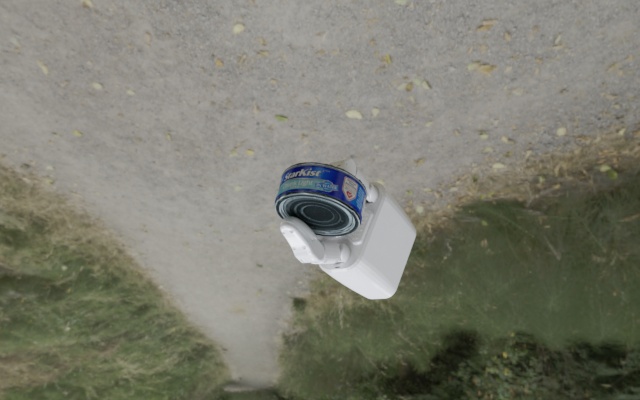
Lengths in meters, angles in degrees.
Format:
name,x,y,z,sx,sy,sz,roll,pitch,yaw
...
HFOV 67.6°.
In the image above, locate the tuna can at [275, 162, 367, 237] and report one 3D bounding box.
name,x,y,z,sx,sy,sz,roll,pitch,yaw
tuna can,0.000,0.002,0.458,0.086,0.033,0.086,11,-29,6
